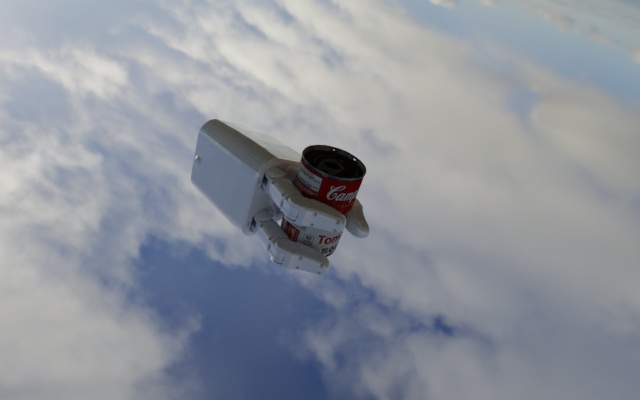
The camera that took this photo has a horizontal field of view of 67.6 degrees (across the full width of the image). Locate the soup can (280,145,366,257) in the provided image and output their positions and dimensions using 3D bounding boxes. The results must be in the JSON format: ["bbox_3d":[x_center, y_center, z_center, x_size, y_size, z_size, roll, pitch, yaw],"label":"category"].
[{"bbox_3d":[0.000,0.002,0.506,0.068,0.102,0.068,14,30,-8],"label":"soup can"}]
